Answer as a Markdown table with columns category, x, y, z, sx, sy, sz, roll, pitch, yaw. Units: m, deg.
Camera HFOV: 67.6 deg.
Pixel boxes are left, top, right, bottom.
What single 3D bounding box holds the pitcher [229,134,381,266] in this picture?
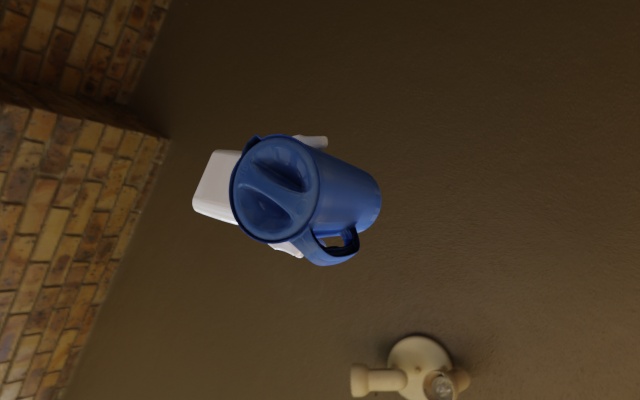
| category | x | y | z | sx | sy | sz | roll | pitch | yaw |
| --- | --- | --- | --- | --- | --- | --- | --- | --- | --- |
| pitcher | 0.000 | 0.002 | 0.671 | 0.145 | 0.149 | 0.243 | 10 | 1 | 29 |
